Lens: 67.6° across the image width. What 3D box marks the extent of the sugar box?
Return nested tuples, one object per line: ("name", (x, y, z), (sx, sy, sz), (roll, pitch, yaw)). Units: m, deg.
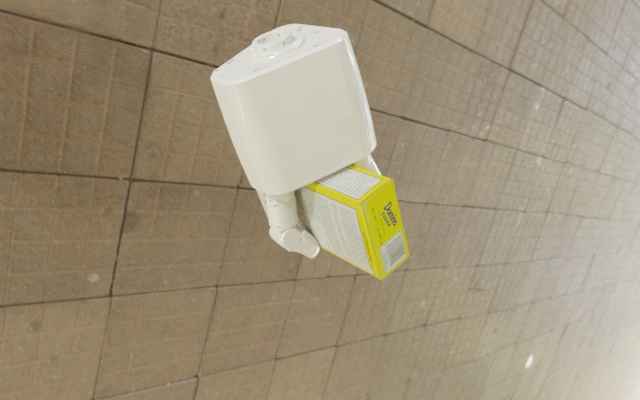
("sugar box", (0.001, 0.001, 0.466), (0.048, 0.093, 0.176), (-36, 39, -24))
